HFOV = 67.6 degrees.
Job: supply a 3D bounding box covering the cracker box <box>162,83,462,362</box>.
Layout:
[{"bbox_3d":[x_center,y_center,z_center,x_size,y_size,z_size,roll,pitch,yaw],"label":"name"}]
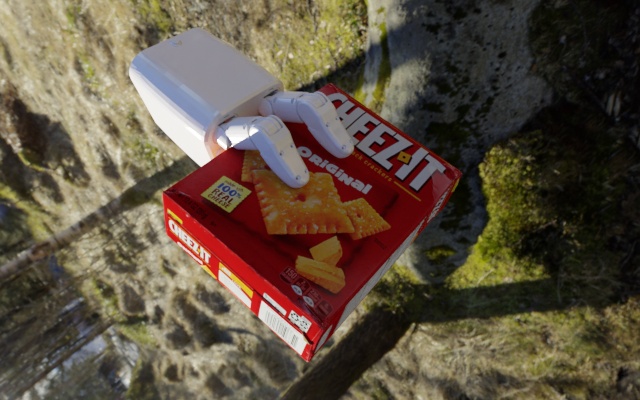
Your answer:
[{"bbox_3d":[0.000,0.002,0.421,0.213,0.164,0.072,-41,-19,-34],"label":"cracker box"}]
